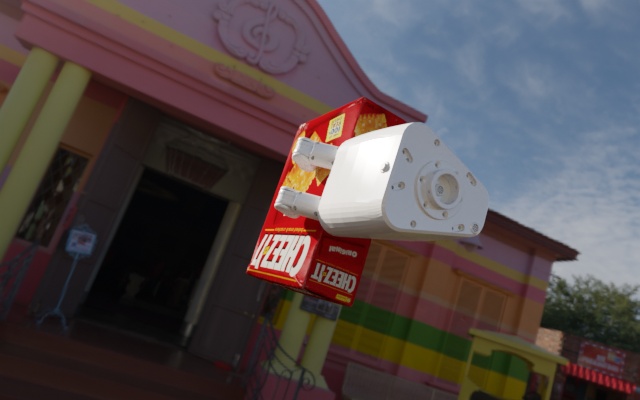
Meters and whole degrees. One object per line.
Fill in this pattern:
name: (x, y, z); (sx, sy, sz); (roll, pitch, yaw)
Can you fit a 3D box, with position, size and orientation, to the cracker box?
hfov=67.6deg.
cracker box: (0.000, 0.002, 0.563); (0.072, 0.213, 0.164); (25, -14, -25)
